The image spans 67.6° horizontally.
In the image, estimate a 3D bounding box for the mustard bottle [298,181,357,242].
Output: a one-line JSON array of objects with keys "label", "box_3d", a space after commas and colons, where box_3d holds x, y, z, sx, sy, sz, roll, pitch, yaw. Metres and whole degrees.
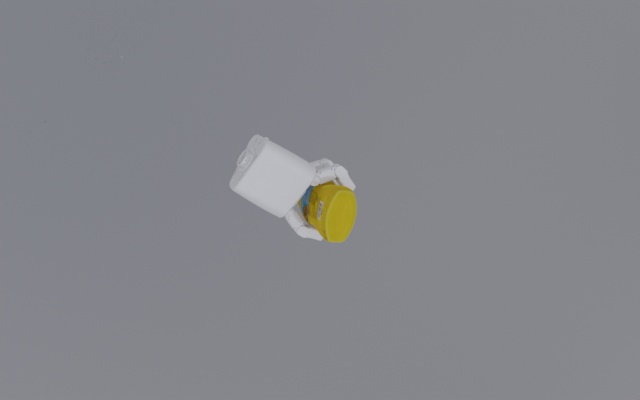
[{"label": "mustard bottle", "box_3d": [0.001, 0.003, 0.885, 0.058, 0.096, 0.191, 3, 14, -23]}]
